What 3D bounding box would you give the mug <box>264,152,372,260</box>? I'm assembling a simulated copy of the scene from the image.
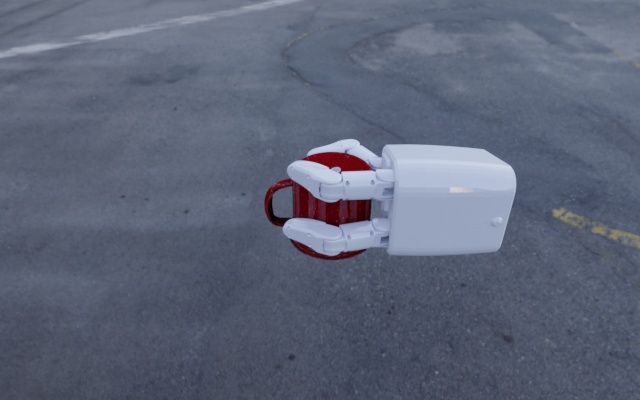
[{"bbox_3d":[-0.001,0.001,0.497,0.117,0.082,0.093,0,33,0],"label":"mug"}]
